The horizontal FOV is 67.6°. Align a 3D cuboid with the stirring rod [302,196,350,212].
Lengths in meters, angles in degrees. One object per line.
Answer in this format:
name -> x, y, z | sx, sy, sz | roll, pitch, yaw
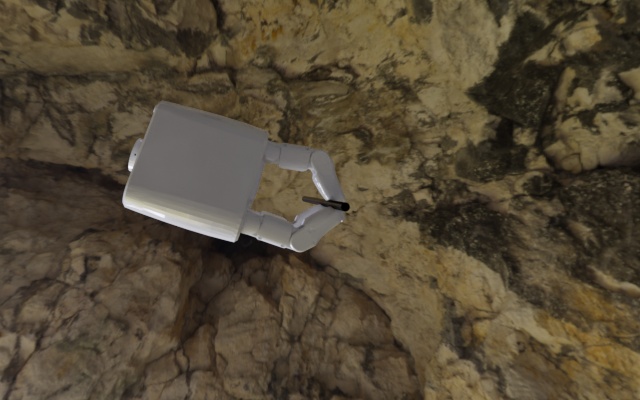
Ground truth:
stirring rod -> 0.000, 0.002, 0.528 | 0.011, 0.011, 0.239 | 0, 2, -10
